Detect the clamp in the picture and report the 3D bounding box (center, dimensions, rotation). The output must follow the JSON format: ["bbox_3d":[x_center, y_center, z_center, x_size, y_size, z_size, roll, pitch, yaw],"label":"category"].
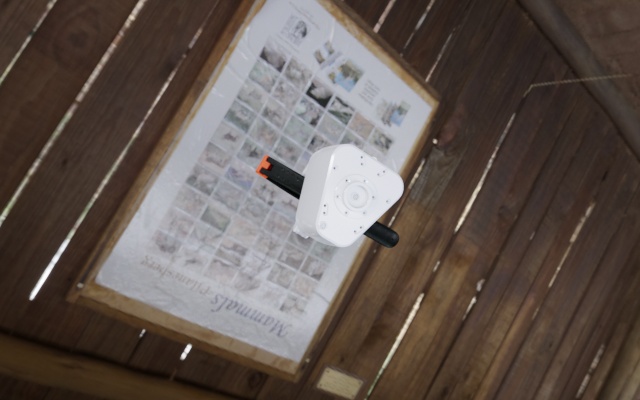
[{"bbox_3d":[-0.001,0.003,0.696,0.210,0.036,0.164,31,-6,-12],"label":"clamp"}]
